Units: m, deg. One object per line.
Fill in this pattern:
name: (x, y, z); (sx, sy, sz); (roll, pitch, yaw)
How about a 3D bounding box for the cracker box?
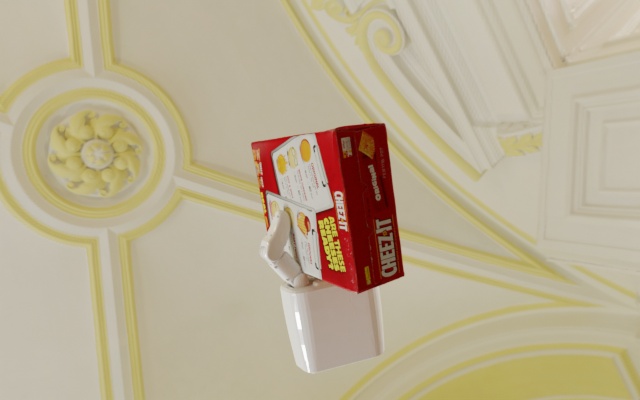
cracker box: (0.000, 0.002, 0.559); (0.072, 0.164, 0.213); (-13, 9, -29)
